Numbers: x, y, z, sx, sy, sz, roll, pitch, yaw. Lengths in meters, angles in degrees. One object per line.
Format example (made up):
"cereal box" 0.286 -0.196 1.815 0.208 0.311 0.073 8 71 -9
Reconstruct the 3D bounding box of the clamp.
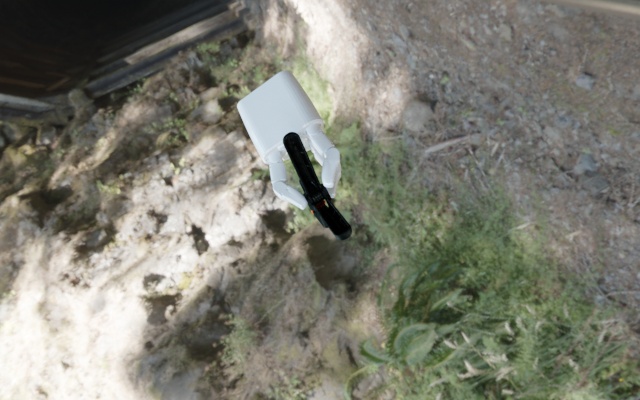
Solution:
"clamp" -0.001 0.003 0.724 0.036 0.164 0.210 -28 -16 -4
